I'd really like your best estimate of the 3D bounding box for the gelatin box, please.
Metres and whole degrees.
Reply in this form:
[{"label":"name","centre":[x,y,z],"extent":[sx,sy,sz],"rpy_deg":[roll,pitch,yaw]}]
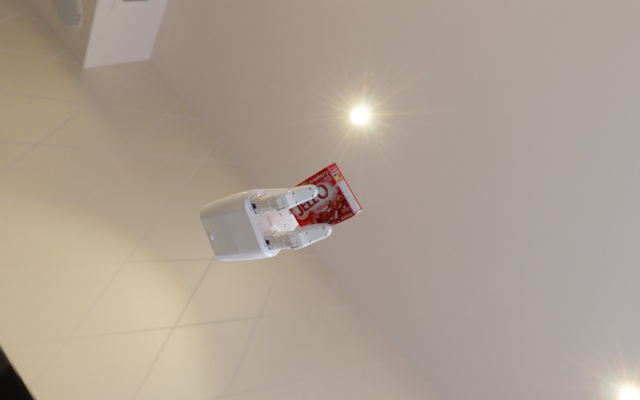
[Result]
[{"label":"gelatin box","centre":[0.001,0.002,0.641],"extent":[0.089,0.073,0.030],"rpy_deg":[-29,2,33]}]
